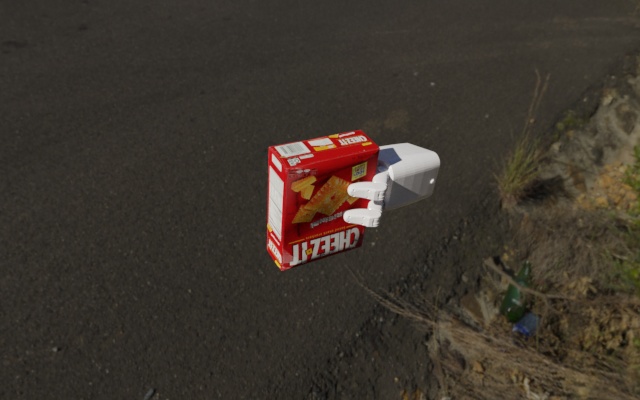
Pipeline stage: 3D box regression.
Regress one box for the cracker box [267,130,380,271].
[{"bbox_3d":[0.000,0.002,0.789,0.164,0.214,0.072,-14,41,-24],"label":"cracker box"}]
